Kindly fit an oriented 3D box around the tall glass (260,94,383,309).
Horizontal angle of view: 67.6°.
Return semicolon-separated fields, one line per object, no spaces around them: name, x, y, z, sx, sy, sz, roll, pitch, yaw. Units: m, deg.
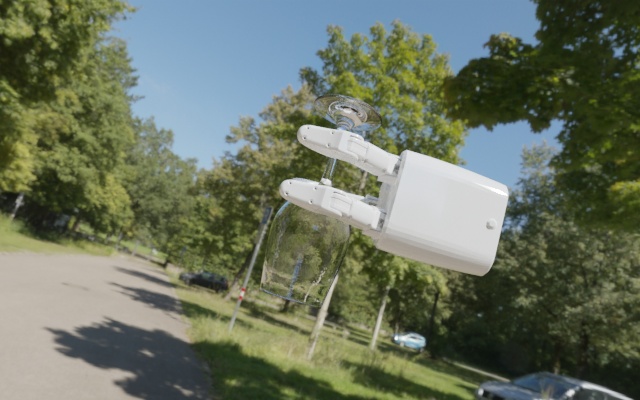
tall glass;0.000;0.001;0.475;0.079;0.201;0.079;17;-12;4
